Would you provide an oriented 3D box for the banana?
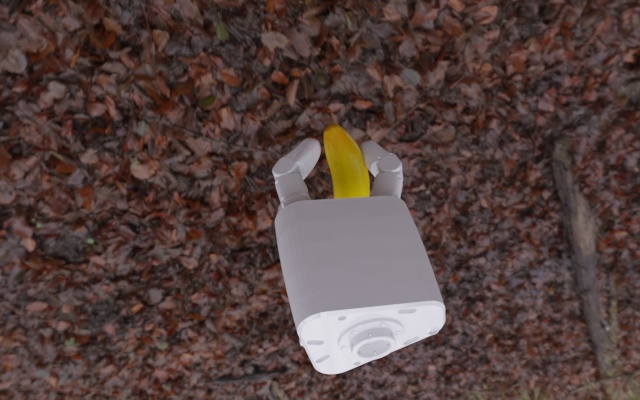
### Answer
[{"bbox_3d":[0.017,0.005,0.507,0.069,0.037,0.198,3,-45,-15],"label":"banana"}]
